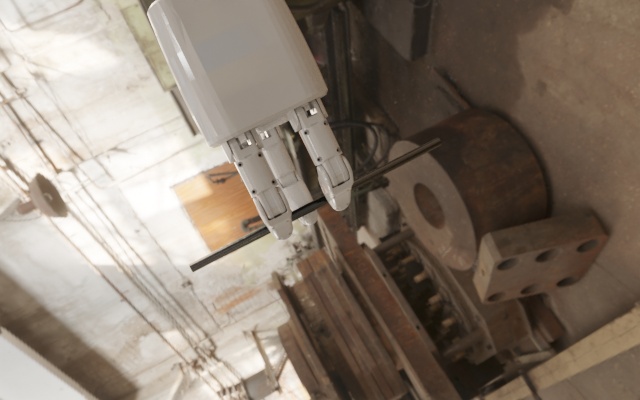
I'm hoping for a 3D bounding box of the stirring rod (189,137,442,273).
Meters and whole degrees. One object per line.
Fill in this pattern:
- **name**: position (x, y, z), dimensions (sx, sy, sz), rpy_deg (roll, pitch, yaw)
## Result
- **stirring rod**: position (0.000, 0.001, 0.409), dimensions (0.239, 0.011, 0.011), rpy_deg (-27, 4, -9)
